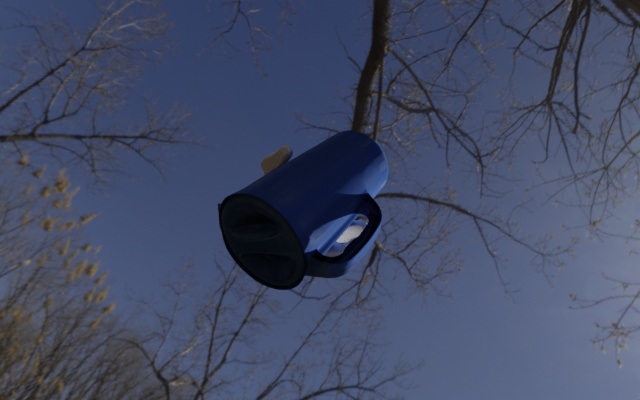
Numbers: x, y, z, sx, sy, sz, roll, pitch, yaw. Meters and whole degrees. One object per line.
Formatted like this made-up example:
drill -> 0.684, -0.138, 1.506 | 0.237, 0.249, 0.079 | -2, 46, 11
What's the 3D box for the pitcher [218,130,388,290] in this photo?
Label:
pitcher -> 0.000, 0.002, 0.633 | 0.145, 0.149, 0.242 | -27, 10, 46
